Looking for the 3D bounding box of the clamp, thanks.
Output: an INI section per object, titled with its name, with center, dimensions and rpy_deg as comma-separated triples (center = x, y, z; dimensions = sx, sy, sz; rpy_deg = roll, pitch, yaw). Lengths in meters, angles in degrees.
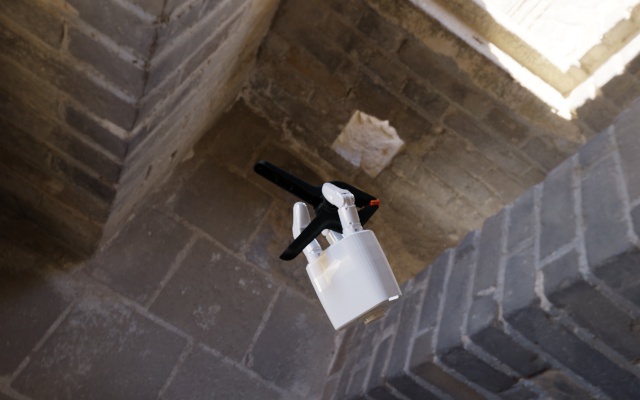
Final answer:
[clamp]
center = 0.001, 0.002, 0.740
dimensions = 0.210, 0.164, 0.036
rpy_deg = -8, -27, -36
